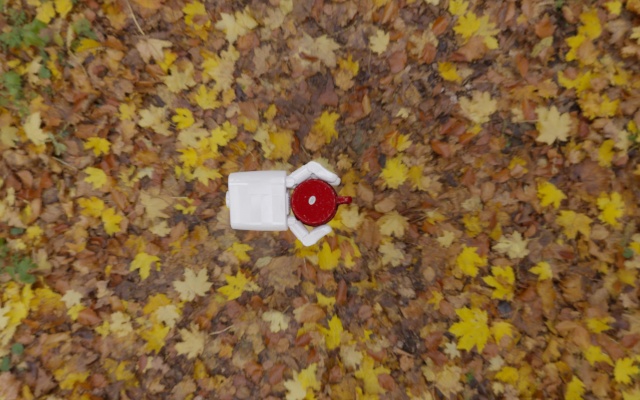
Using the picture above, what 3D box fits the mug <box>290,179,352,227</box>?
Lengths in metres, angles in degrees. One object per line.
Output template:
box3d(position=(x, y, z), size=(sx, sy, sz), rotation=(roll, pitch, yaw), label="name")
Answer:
box3d(position=(0.002, 0.003, 0.879), size=(0.117, 0.093, 0.081), rotation=(-1, -2, 1), label="mug")
